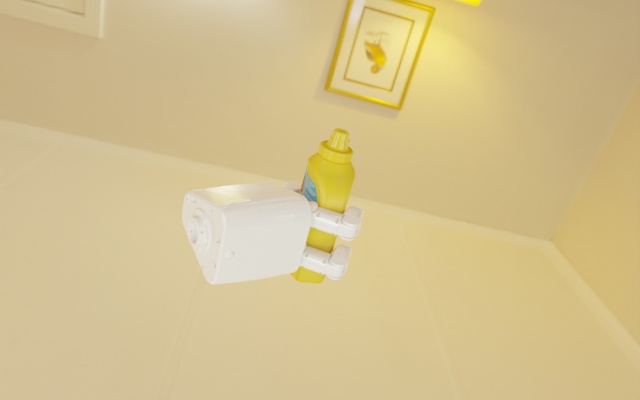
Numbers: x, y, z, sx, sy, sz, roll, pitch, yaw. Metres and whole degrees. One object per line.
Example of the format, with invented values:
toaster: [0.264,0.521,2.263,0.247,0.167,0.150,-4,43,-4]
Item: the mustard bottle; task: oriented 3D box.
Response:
mustard bottle: [0.000,0.002,0.595,0.058,0.192,0.096,8,27,-16]
